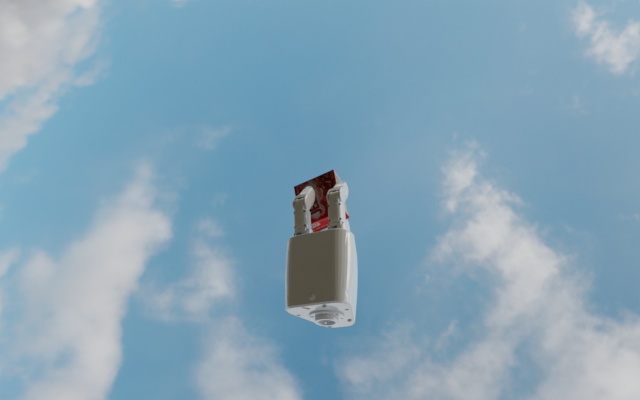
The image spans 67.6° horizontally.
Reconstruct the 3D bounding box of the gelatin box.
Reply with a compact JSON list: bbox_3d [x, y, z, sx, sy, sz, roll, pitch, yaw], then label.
[{"bbox_3d":[0.000,0.002,0.751,0.073,0.089,0.030,-23,-42,14],"label":"gelatin box"}]
